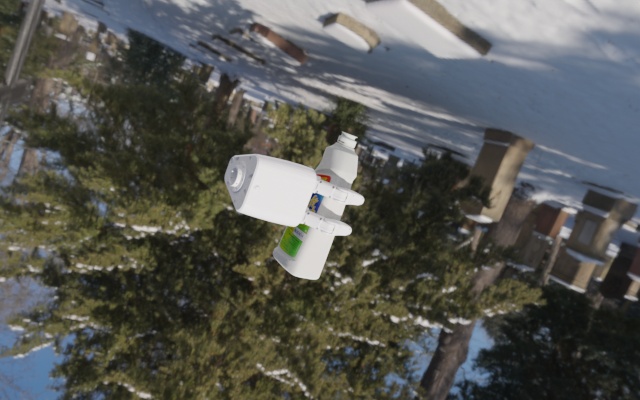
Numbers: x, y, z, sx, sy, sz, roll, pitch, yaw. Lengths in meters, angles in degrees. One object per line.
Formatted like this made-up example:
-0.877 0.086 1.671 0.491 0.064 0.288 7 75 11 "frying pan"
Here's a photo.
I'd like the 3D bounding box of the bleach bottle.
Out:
0.000 0.003 0.821 0.068 0.251 0.102 15 11 -33 "bleach bottle"
